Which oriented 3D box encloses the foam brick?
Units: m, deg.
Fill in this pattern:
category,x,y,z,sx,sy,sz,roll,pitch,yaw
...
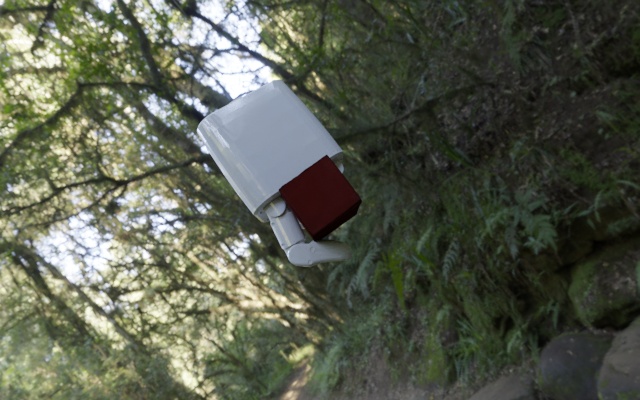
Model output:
category,x,y,z,sx,sy,sz,roll,pitch,yaw
foam brick,0.000,0.001,0.433,0.053,0.051,0.078,-35,-8,-5
